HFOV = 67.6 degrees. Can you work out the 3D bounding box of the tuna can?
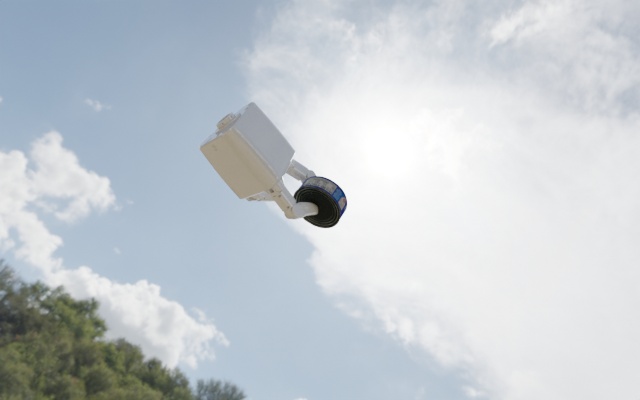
[{"bbox_3d":[0.000,0.002,0.781,0.086,0.086,0.033,0,37,34],"label":"tuna can"}]
